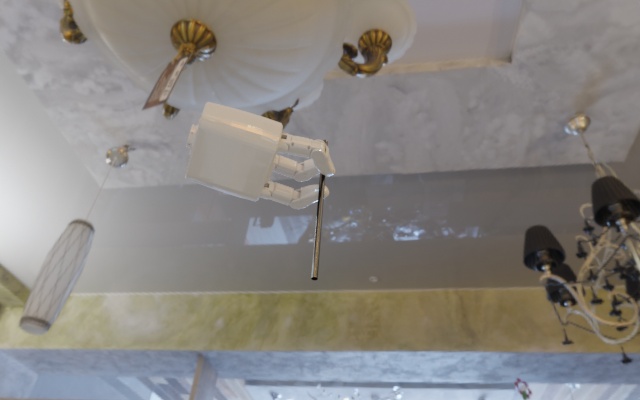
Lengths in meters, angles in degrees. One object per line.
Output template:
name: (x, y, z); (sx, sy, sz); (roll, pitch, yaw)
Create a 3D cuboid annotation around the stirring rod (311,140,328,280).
stirring rod: (0.000, 0.002, 0.651); (0.011, 0.239, 0.011); (3, -40, 2)
